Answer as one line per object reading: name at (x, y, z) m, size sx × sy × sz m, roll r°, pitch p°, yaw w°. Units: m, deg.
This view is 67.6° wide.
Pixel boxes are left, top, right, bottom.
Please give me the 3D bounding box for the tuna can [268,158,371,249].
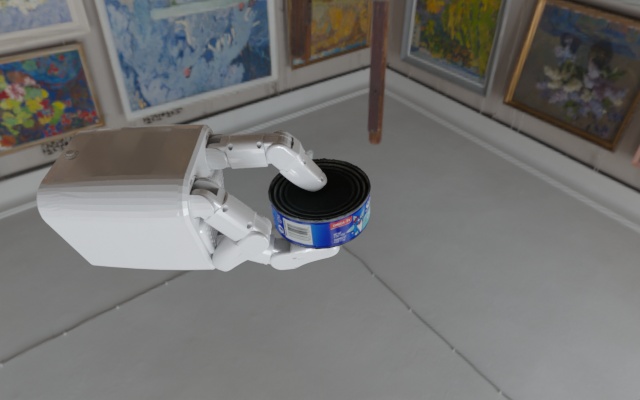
tuna can at (0.000, 0.002, 0.408) m, size 0.086 × 0.034 × 0.086 m, roll -3°, pitch 39°, yaw 3°
